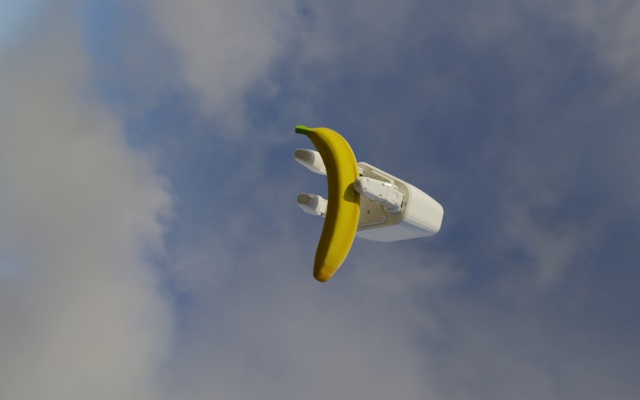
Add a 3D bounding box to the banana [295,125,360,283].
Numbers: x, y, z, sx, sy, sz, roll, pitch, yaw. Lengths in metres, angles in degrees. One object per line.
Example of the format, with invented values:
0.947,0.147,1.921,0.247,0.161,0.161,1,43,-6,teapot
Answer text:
0.015,-0.007,0.554,0.069,0.197,0.037,-19,-24,30,banana
